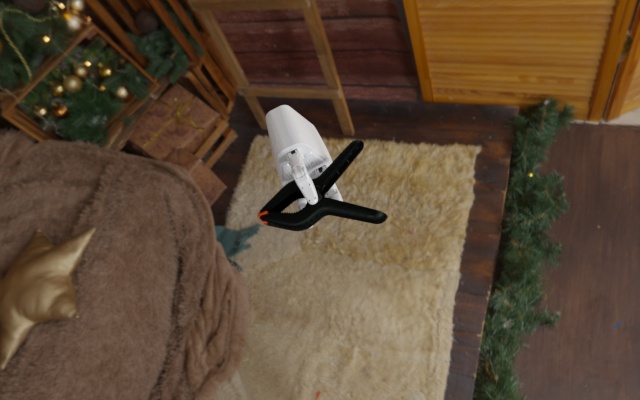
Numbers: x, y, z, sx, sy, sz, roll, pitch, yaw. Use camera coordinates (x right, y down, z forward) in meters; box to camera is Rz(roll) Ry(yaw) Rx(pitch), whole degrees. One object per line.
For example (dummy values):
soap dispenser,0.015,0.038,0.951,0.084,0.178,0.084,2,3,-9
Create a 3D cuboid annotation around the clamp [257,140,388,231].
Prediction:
clamp,-0.001,0.002,0.773,0.210,0.164,0.036,-26,-37,6
